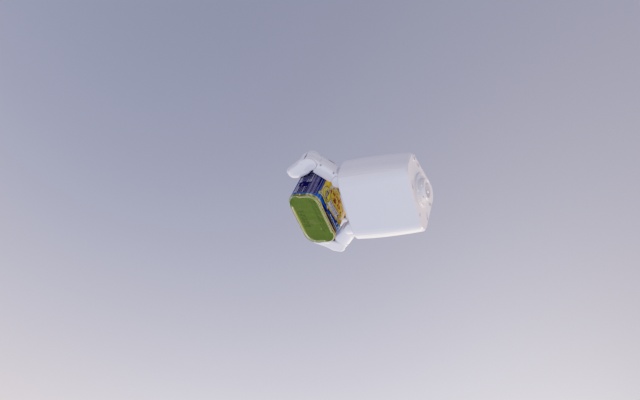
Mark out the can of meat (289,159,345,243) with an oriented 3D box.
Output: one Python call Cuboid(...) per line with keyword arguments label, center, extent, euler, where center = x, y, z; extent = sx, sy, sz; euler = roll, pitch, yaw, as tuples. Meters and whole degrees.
Cuboid(label="can of meat", center=(0.000, 0.003, 0.734), extent=(0.057, 0.102, 0.084), euler=(-5, 39, 28))
